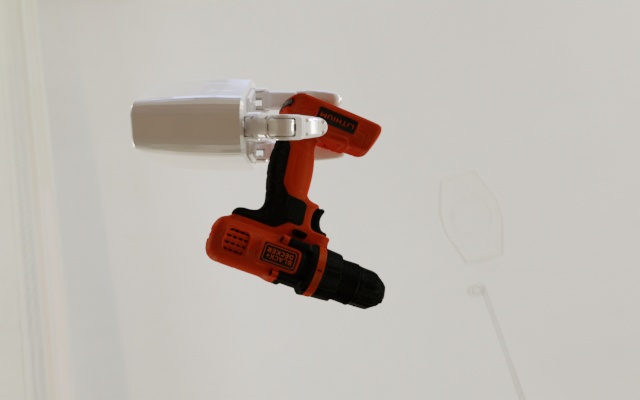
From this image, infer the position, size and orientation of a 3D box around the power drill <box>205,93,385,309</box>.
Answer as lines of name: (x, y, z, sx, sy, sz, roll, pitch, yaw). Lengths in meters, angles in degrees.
power drill: (0.000, 0.001, 0.480, 0.184, 0.187, 0.057, 21, -15, -14)
